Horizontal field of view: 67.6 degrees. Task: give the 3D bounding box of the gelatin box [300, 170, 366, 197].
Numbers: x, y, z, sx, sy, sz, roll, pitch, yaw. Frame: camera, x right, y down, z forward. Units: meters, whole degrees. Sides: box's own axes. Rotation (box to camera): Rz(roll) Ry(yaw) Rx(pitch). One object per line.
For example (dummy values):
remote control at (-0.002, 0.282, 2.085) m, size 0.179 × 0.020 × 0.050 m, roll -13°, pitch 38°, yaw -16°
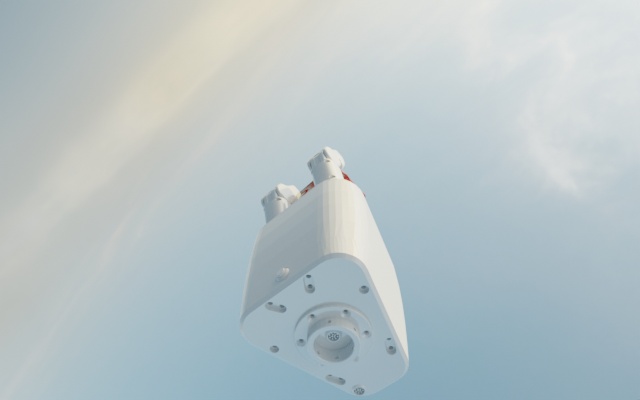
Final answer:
gelatin box at (0.000, 0.002, 0.464) m, size 0.073 × 0.030 × 0.089 m, roll -42°, pitch 14°, yaw 4°
